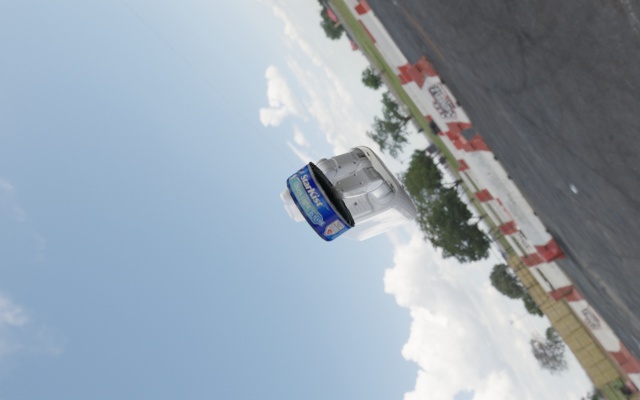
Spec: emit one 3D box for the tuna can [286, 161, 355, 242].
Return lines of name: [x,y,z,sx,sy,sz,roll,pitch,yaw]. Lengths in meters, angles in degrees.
tuna can: [0.000,0.002,0.520,0.034,0.086,0.086,-34,-7,10]
